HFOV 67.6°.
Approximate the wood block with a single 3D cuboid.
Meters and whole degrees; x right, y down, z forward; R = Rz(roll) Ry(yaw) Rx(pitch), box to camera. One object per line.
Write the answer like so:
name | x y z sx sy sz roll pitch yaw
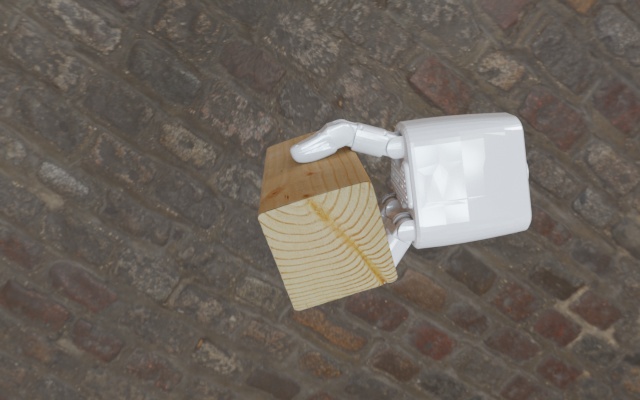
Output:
wood block | 0.000 0.001 0.461 0.090 0.091 0.206 -17 20 2
